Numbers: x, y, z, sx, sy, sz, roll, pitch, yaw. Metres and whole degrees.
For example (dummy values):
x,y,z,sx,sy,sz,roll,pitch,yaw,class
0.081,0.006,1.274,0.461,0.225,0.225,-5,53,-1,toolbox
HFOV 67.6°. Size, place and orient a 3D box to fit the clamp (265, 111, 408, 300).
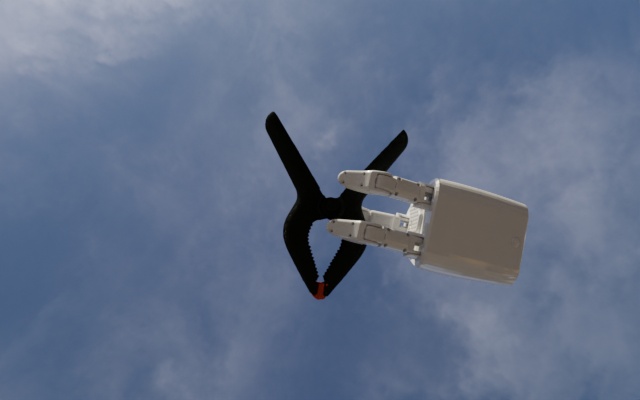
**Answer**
x,y,z,sx,sy,sz,roll,pitch,yaw,class
0.000,0.002,0.537,0.164,0.210,0.036,14,-8,-2,clamp
